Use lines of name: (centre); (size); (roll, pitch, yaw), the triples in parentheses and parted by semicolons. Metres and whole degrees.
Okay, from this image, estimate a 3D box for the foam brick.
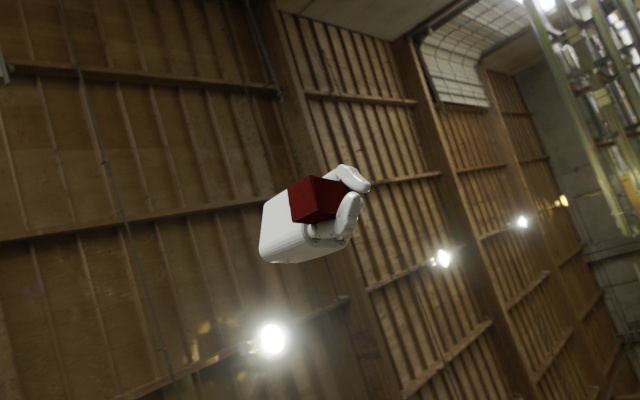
foam brick: (0.000, 0.002, 0.661); (0.051, 0.053, 0.078); (-25, -23, 39)
